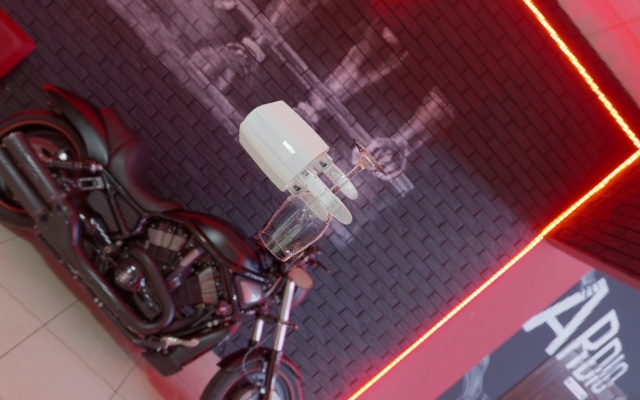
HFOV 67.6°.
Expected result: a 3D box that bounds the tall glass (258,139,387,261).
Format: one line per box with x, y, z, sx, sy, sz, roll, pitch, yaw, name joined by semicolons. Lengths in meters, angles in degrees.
0.001;0.002;0.712;0.201;0.079;0.079;-43;-5;5;tall glass
